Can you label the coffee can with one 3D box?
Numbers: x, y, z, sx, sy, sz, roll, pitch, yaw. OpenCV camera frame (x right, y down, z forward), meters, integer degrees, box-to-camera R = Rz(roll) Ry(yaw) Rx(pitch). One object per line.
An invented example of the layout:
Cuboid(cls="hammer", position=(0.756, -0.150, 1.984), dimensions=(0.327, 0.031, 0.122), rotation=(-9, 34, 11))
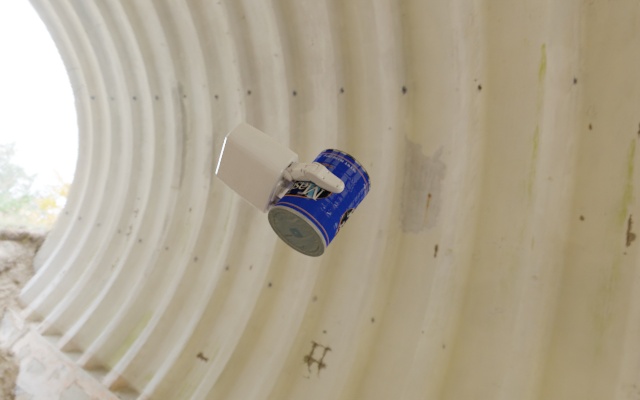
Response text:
Cuboid(cls="coffee can", position=(0.000, 0.003, 0.745), dimensions=(0.103, 0.103, 0.140), rotation=(0, 42, 47))
